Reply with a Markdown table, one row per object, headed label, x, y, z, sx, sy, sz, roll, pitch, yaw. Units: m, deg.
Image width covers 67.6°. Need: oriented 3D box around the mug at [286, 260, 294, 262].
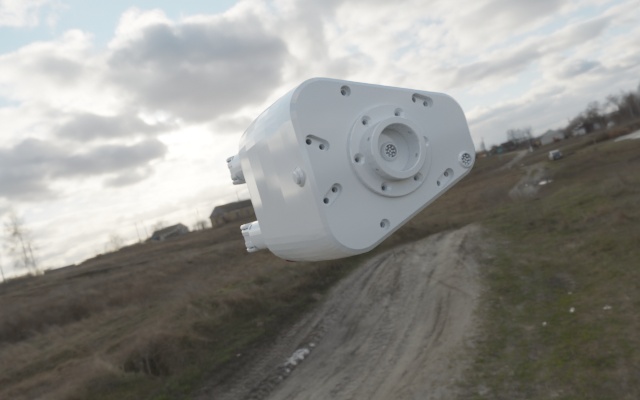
| label | x | y | z | sx | sy | sz | roll | pitch | yaw |
| --- | --- | --- | --- | --- | --- | --- | --- | --- | --- |
| mug | 0.000 | 0.001 | 0.420 | 0.093 | 0.081 | 0.117 | -15 | 0 | -24 |
